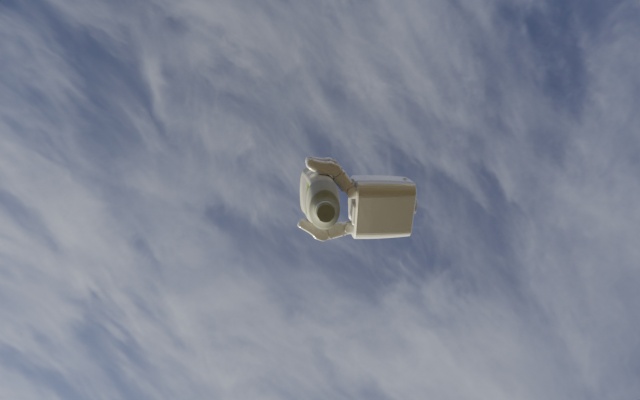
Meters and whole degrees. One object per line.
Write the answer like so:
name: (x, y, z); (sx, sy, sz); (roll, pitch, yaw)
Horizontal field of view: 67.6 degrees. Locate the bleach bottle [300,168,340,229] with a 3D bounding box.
bleach bottle: (0.000, 0.003, 0.838); (0.068, 0.102, 0.250); (-2, 12, -3)
